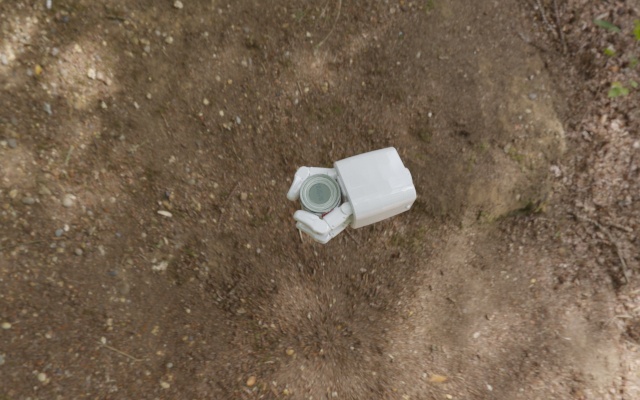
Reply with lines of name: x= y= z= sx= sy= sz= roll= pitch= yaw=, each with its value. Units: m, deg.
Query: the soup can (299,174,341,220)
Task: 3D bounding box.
soup can: x=0.000 y=0.003 z=0.799 sx=0.068 sy=0.068 sz=0.102 roll=0 pitch=-16 yaw=1
